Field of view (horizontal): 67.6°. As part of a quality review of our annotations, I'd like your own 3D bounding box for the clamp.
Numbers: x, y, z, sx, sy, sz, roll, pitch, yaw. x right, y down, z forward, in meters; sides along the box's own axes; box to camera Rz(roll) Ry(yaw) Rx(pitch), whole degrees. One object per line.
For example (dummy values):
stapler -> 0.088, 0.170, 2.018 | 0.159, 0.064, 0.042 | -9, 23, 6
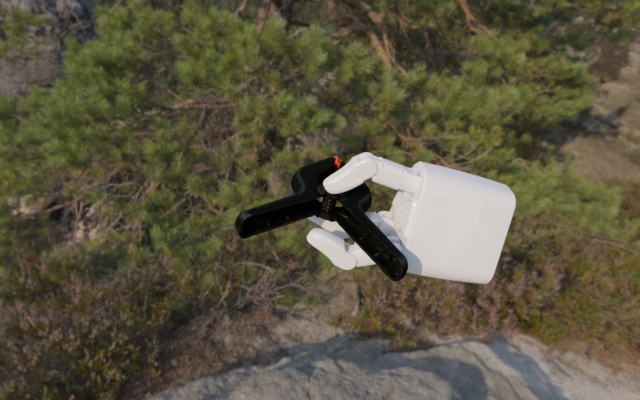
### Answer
clamp -> 0.001, 0.001, 0.515 | 0.164, 0.036, 0.209 | 14, 28, -9
